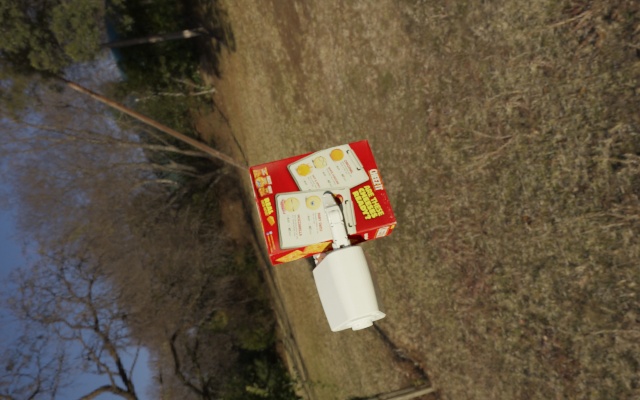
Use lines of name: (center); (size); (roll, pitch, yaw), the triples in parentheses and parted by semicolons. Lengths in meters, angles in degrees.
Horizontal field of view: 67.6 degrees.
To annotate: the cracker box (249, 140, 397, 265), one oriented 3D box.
cracker box: (0.000, 0.003, 0.819); (0.213, 0.164, 0.072); (-14, -21, -7)
